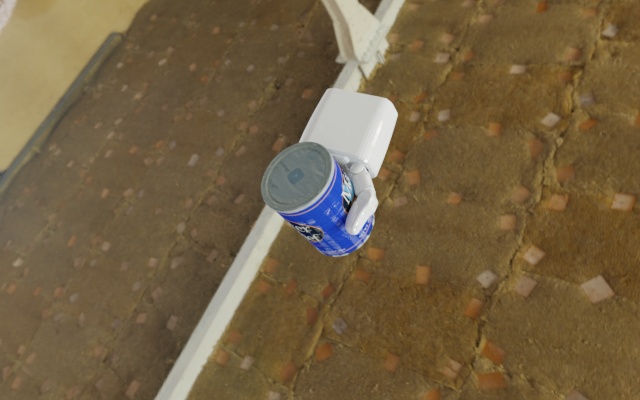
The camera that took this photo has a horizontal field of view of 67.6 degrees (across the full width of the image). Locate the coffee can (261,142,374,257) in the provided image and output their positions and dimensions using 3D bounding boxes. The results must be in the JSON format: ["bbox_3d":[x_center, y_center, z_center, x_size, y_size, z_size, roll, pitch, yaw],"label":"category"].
[{"bbox_3d":[0.000,0.002,0.647,0.103,0.102,0.140,0,-29,31],"label":"coffee can"}]
